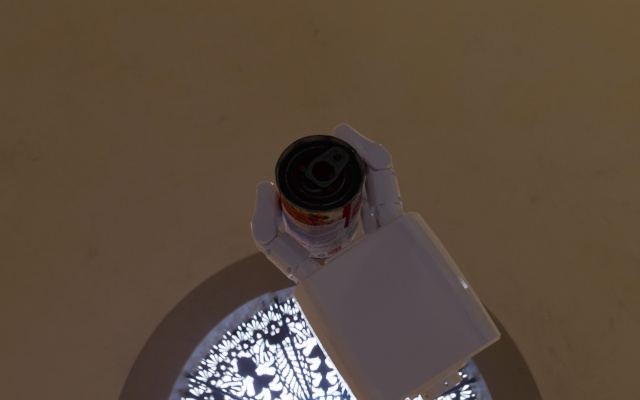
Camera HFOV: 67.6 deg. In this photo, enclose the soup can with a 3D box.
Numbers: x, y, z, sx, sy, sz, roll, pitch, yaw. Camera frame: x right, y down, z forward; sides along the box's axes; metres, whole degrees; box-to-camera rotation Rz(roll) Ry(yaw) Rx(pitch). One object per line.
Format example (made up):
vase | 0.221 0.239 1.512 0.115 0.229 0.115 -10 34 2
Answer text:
soup can | 0.000 0.001 0.404 0.068 0.068 0.102 0 -27 1
